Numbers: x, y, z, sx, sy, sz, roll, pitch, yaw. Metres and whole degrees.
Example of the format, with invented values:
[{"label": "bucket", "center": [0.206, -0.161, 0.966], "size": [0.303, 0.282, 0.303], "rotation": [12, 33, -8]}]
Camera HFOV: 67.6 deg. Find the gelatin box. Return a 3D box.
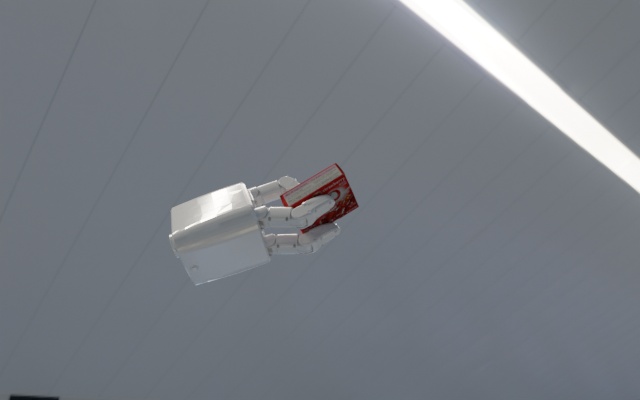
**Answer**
[{"label": "gelatin box", "center": [0.000, 0.002, 0.642], "size": [0.089, 0.030, 0.073], "rotation": [-31, -43, -3]}]
